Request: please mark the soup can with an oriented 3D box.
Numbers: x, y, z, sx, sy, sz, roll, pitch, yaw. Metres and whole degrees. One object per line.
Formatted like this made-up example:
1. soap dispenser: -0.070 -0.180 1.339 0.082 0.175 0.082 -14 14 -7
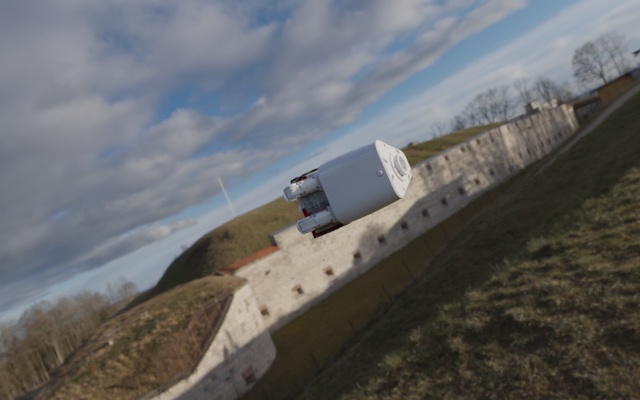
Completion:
1. soup can: 0.000 0.002 0.777 0.068 0.102 0.068 -23 -1 -1
